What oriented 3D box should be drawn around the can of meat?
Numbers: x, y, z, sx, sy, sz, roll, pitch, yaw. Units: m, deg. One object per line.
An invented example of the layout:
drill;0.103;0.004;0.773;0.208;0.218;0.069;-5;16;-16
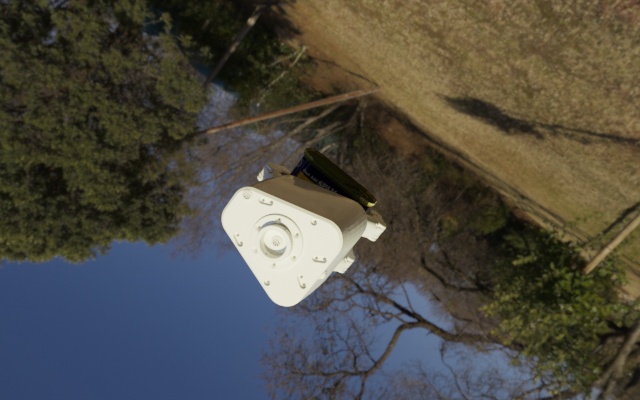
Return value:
can of meat;0.000;0.002;0.564;0.102;0.084;0.057;39;15;4
